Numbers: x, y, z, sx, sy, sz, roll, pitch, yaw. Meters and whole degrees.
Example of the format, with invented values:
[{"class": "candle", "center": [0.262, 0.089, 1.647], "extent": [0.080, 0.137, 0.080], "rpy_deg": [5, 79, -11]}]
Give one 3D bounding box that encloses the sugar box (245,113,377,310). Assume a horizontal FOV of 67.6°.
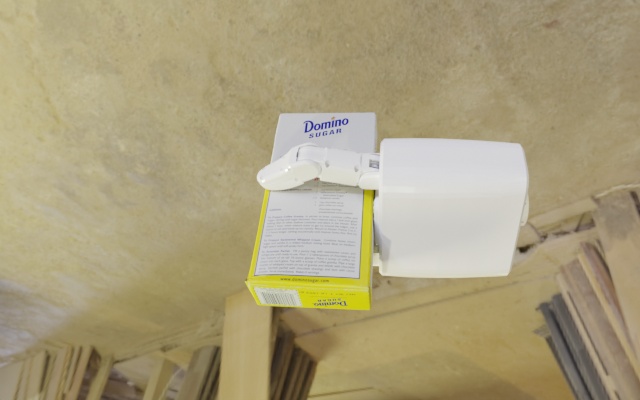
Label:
[{"class": "sugar box", "center": [0.000, 0.002, 0.406], "extent": [0.093, 0.176, 0.048], "rpy_deg": [1, -38, 9]}]
